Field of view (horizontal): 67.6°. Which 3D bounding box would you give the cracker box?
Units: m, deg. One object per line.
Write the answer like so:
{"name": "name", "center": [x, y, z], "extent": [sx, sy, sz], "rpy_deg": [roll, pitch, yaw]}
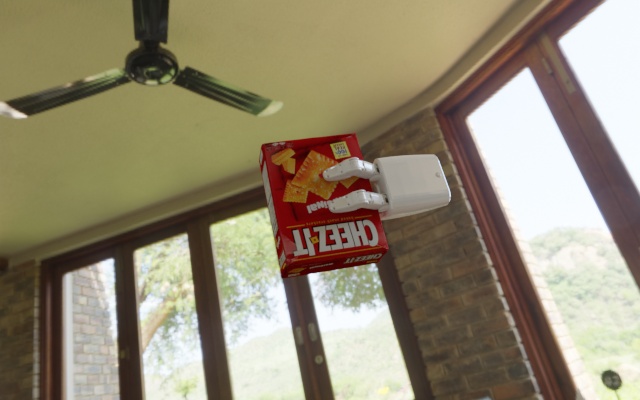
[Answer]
{"name": "cracker box", "center": [0.000, 0.002, 0.769], "extent": [0.164, 0.213, 0.072], "rpy_deg": [-7, -24, -14]}
